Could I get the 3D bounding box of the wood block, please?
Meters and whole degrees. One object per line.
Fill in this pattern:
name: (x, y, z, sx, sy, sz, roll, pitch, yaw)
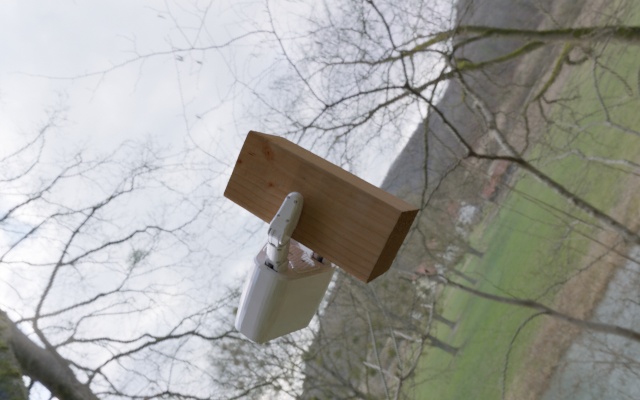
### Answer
wood block: (0.000, 0.002, 0.573, 0.206, 0.090, 0.091, 29, 13, 20)
